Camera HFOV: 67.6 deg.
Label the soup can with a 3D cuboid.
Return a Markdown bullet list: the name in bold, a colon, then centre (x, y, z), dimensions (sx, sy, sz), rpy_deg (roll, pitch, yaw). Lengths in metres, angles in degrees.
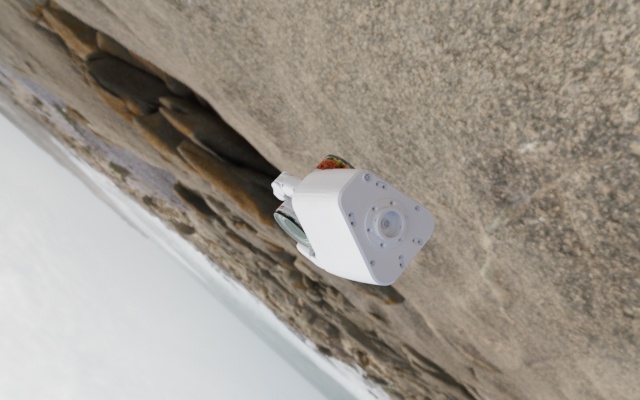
- **soup can**: centre (0.000, 0.002, 0.593), dimensions (0.068, 0.102, 0.068), rpy_deg (38, -18, 14)
